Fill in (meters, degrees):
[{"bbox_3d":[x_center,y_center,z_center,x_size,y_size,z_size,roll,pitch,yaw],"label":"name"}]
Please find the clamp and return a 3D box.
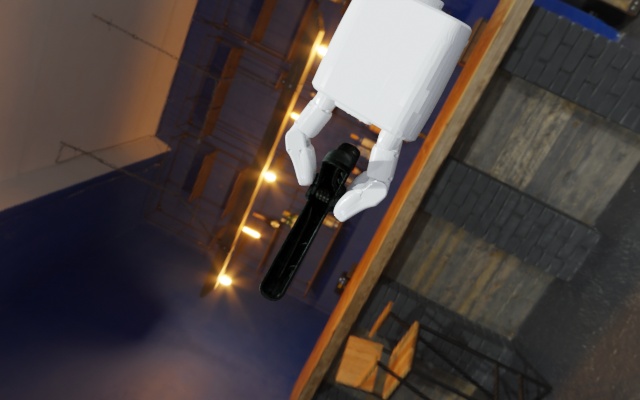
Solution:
[{"bbox_3d":[0.000,0.001,0.499,0.036,0.165,0.210,29,21,1],"label":"clamp"}]
